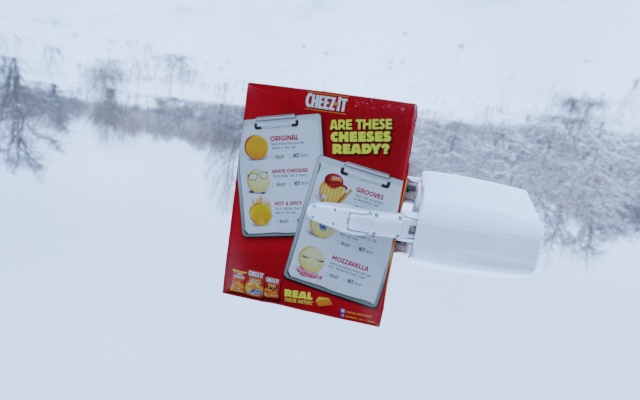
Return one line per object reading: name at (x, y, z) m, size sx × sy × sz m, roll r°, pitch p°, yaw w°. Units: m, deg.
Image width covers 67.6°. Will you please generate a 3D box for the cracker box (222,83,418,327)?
cracker box at (0.000, 0.002, 0.484) m, size 0.164 × 0.214 × 0.072 m, roll 10°, pitch 8°, yaw 10°
